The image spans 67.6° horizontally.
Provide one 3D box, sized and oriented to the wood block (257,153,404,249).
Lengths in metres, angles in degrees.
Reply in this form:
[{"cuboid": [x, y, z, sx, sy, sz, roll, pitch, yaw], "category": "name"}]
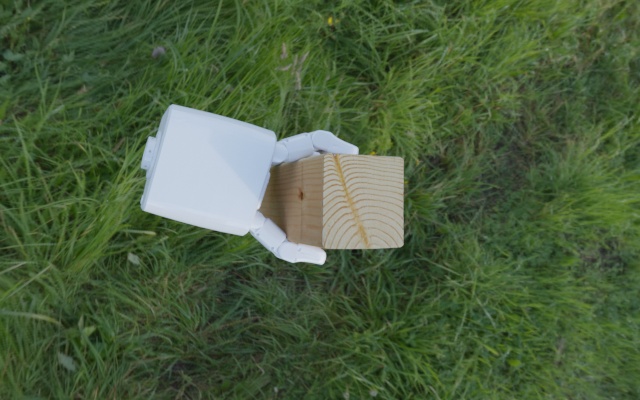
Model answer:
[{"cuboid": [0.000, 0.002, 0.545, 0.090, 0.091, 0.206, 1, 0, -24], "category": "wood block"}]
